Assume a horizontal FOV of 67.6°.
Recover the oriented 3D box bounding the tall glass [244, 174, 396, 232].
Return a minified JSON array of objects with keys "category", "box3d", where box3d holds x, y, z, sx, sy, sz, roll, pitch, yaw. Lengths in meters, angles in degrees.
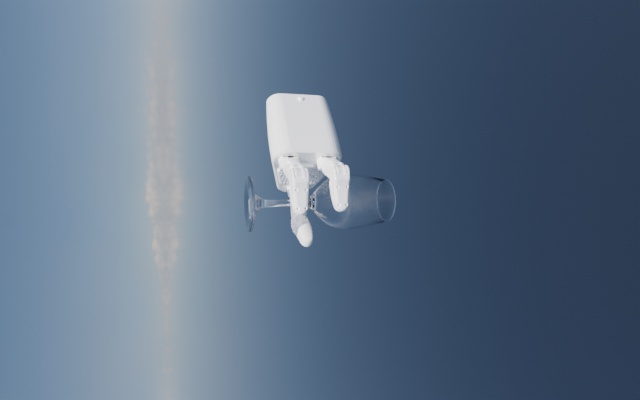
[{"category":"tall glass","box3d":[-0.001,0.002,0.657,0.201,0.079,0.079,-1,0,-18]}]
